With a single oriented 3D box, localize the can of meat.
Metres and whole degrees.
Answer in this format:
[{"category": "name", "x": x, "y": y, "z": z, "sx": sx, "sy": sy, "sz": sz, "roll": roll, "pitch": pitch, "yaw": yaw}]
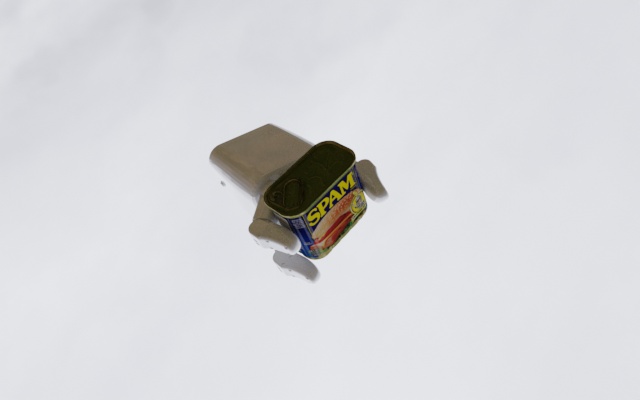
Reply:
[{"category": "can of meat", "x": 0.000, "y": 0.002, "z": 0.509, "sx": 0.057, "sy": 0.102, "sz": 0.084, "roll": 30, "pitch": -24, "yaw": 37}]
